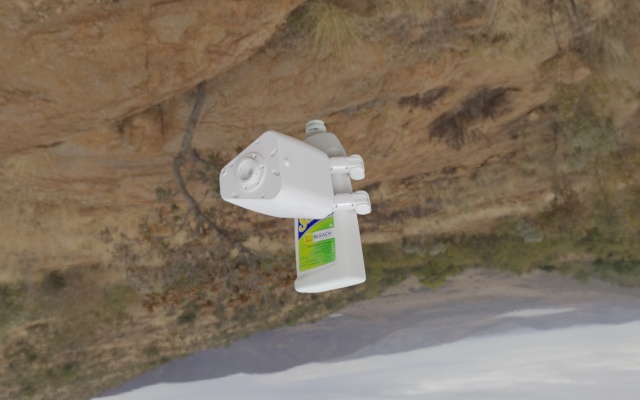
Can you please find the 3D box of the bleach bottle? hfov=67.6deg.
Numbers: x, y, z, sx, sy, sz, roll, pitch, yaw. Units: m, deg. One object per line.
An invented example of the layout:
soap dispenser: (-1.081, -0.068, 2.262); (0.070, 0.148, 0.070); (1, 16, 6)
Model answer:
bleach bottle: (0.000, 0.002, 0.706); (0.102, 0.250, 0.068); (-19, -21, 32)
